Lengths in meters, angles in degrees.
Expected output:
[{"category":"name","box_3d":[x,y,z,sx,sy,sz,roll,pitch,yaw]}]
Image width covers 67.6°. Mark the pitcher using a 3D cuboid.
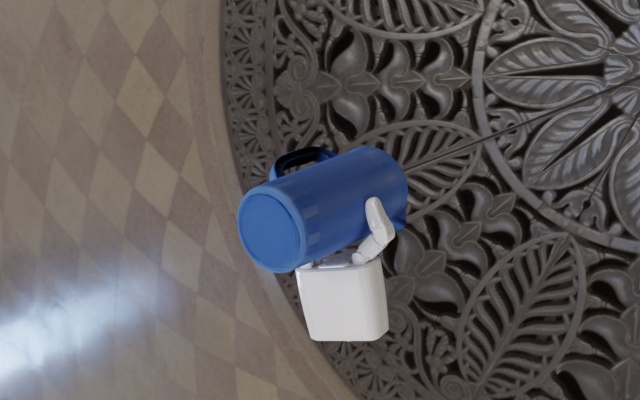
[{"category":"pitcher","box_3d":[0.000,0.002,0.649,0.149,0.145,0.243,-2,11,37]}]
